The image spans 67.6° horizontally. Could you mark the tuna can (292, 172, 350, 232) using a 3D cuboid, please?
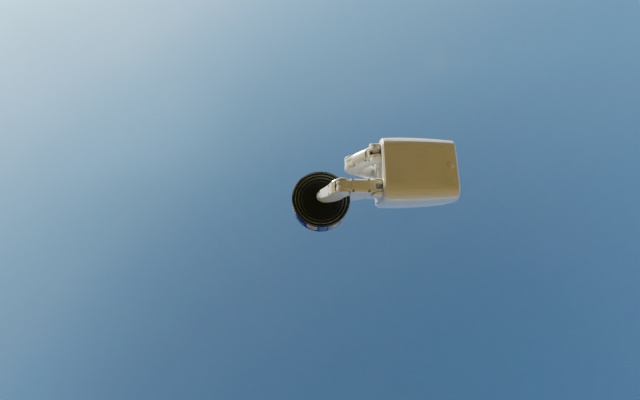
[{"bbox_3d":[0.000,0.003,0.713,0.086,0.086,0.034,0,-19,-3],"label":"tuna can"}]
